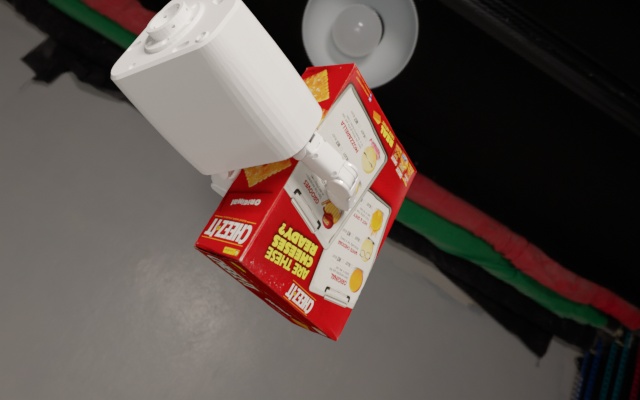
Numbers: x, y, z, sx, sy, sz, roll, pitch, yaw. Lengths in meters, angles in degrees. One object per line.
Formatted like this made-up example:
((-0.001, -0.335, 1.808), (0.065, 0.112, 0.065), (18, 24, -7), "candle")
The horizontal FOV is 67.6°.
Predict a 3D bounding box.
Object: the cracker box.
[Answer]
((0.000, 0.001, 0.469), (0.072, 0.213, 0.164), (9, -30, 40), "cracker box")
